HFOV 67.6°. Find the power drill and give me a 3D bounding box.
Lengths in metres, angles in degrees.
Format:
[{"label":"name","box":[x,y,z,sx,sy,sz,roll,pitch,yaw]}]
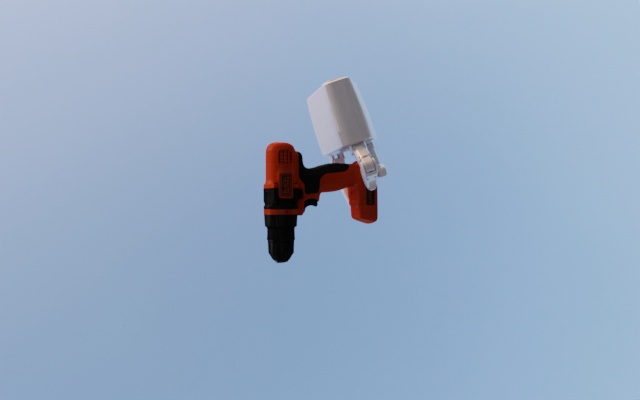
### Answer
[{"label":"power drill","box":[0.001,0.002,0.759,0.187,0.184,0.057,-1,2,-27]}]
